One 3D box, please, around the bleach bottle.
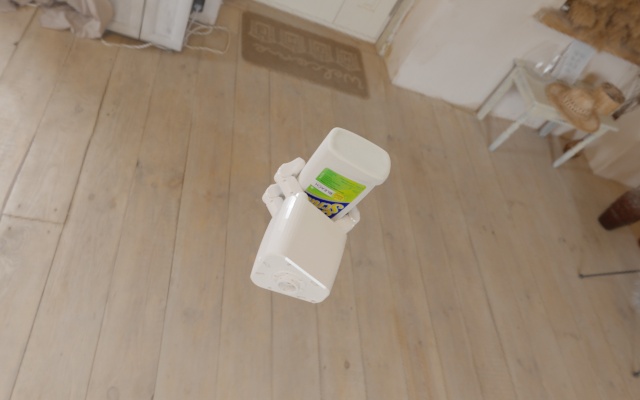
[{"bbox_3d":[0.000,0.002,0.740,0.102,0.068,0.251,27,-44,-10],"label":"bleach bottle"}]
